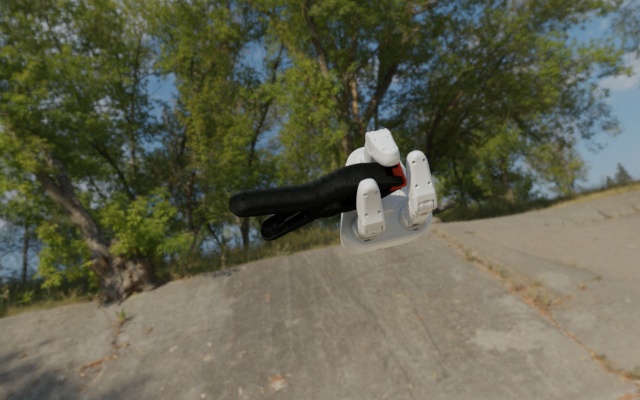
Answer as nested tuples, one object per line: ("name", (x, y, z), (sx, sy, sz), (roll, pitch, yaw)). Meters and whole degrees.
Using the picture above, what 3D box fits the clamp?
("clamp", (0.000, 0.001, 0.488), (0.171, 0.039, 0.120), (-12, -13, -4))
